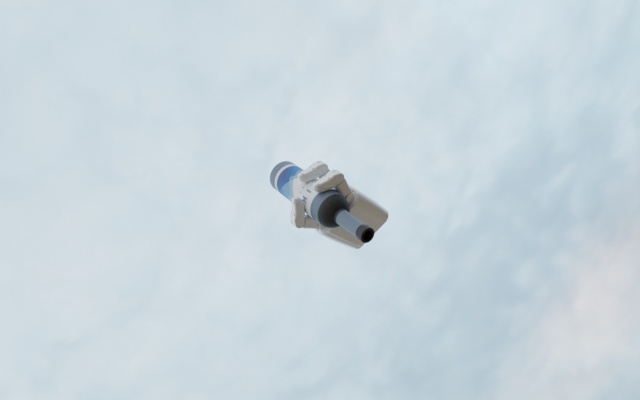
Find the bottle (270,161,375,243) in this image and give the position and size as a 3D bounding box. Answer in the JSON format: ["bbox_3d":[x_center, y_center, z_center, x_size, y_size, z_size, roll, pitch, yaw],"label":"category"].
[{"bbox_3d":[0.000,0.003,0.882,0.069,0.069,0.295,0,21,-34],"label":"bottle"}]
